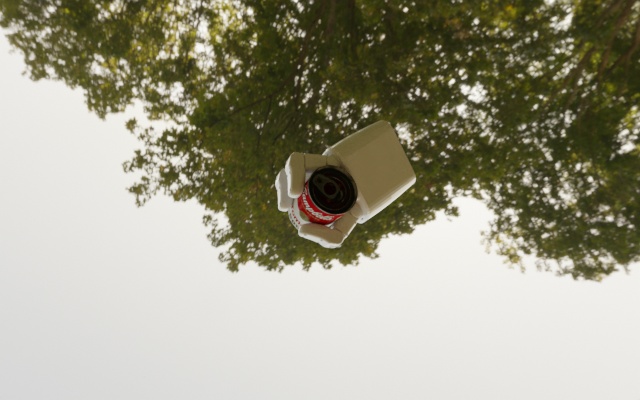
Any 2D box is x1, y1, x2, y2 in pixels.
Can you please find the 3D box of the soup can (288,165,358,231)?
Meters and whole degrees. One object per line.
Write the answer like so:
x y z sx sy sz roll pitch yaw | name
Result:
0.000 0.003 0.653 0.068 0.068 0.102 0 -19 -20 | soup can
